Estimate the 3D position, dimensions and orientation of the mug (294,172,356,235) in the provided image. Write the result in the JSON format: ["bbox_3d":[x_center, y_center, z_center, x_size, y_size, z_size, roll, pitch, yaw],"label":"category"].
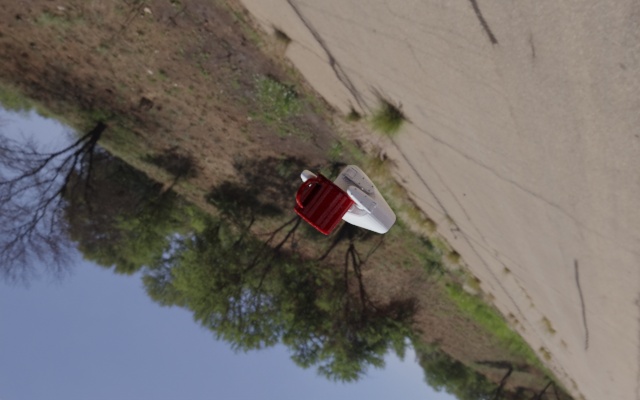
[{"bbox_3d":[-0.001,0.002,0.856,0.093,0.081,0.117,39,1,41],"label":"mug"}]
